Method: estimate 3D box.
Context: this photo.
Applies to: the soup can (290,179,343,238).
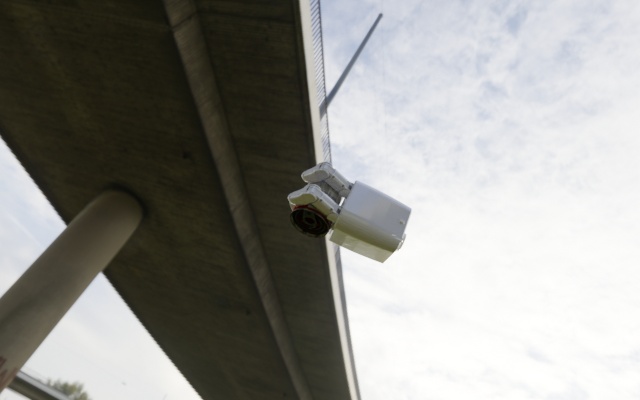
[{"bbox_3d":[0.000,0.002,0.802,0.068,0.102,0.069,17,-39,14],"label":"soup can"}]
